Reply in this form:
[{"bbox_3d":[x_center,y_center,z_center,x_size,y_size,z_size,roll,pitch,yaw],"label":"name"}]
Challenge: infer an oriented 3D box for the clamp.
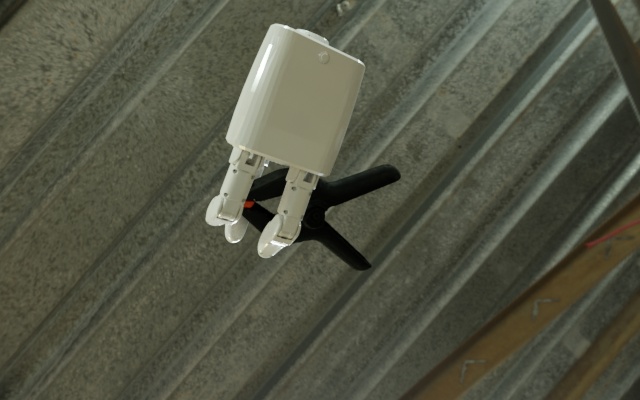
[{"bbox_3d":[0.000,0.001,0.483,0.171,0.120,0.039,17,9,-25],"label":"clamp"}]
